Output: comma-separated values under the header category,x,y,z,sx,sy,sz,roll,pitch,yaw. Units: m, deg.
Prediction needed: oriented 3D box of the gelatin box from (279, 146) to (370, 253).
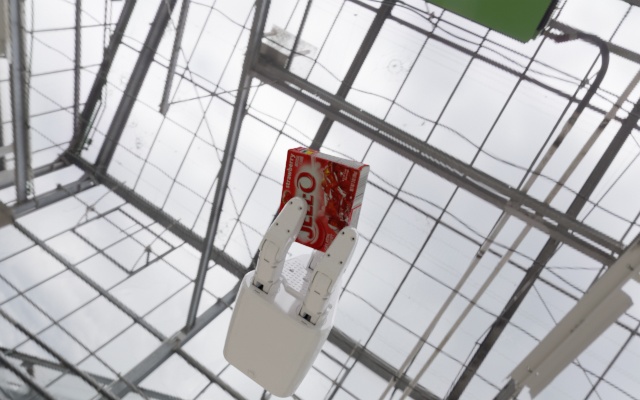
category,x,y,z,sx,sy,sz,roll,pitch,yaw
gelatin box,0.000,0.001,0.444,0.073,0.089,0.030,18,21,21
